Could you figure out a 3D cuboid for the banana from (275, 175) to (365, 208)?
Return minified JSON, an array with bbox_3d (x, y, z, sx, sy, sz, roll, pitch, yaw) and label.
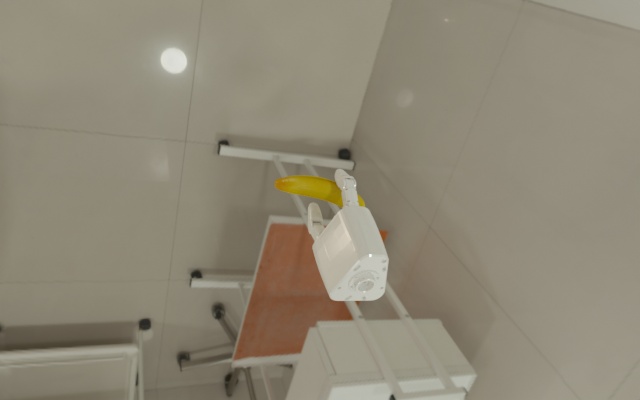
[{"bbox_3d":[0.015,-0.006,0.831,0.198,0.037,0.070,26,-51,-36],"label":"banana"}]
